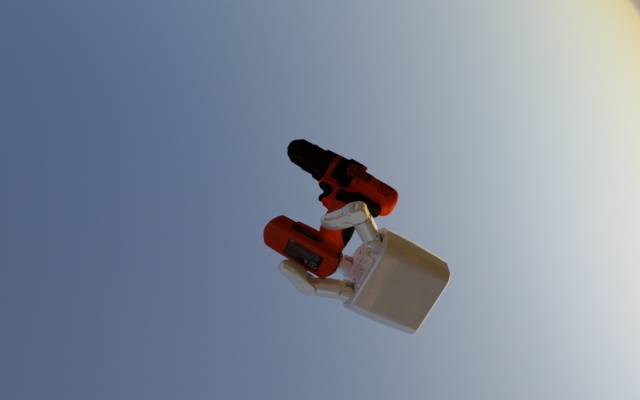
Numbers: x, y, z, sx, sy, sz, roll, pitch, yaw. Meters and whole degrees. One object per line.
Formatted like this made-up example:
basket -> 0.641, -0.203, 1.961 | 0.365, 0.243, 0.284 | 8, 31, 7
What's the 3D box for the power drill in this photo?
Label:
power drill -> 0.000, 0.003, 0.667 | 0.184, 0.057, 0.187 | 29, 49, 9
